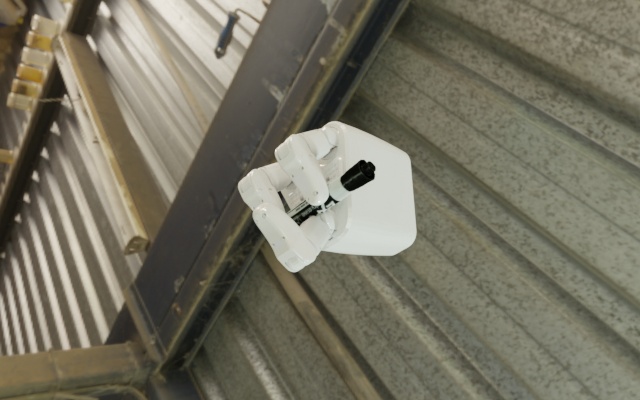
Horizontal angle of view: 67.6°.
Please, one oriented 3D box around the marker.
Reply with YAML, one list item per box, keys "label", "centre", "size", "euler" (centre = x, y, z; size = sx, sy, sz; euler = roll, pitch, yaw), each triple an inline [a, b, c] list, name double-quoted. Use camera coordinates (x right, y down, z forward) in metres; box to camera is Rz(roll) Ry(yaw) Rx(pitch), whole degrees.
- label: "marker"
  centre: [0.000, 0.001, 0.404]
  size: [0.121, 0.020, 0.020]
  euler: [-35, -22, 36]
